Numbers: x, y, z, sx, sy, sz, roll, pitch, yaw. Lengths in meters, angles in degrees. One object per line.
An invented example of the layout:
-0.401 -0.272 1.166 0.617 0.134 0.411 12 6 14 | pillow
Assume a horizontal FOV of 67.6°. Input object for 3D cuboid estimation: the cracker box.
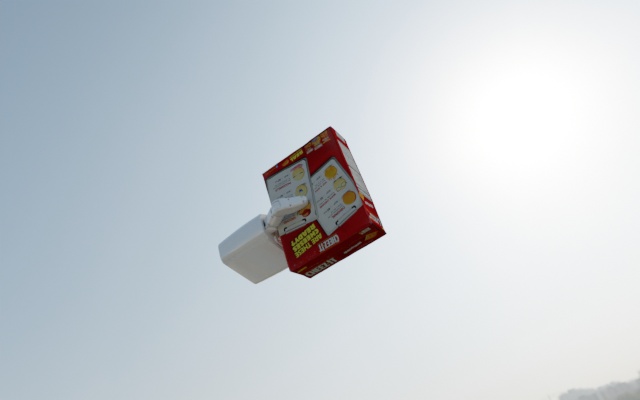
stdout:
0.000 0.003 0.834 0.164 0.213 0.072 -33 -34 19 | cracker box
